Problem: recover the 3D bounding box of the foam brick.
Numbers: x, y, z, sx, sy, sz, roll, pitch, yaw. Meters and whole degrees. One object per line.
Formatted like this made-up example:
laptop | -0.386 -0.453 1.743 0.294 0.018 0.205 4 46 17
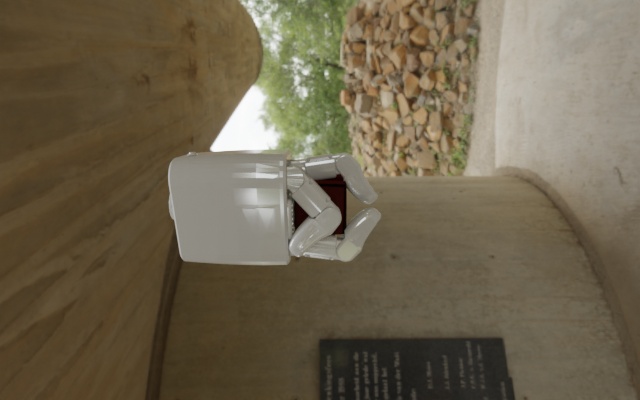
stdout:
foam brick | 0.000 0.002 0.503 0.051 0.053 0.078 0 10 0
